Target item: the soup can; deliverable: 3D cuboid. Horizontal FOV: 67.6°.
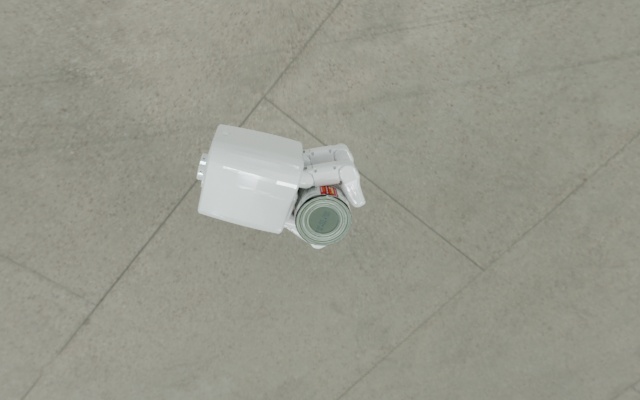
[{"bbox_3d":[0.001,0.002,0.591,0.068,0.068,0.102,0,26,-5],"label":"soup can"}]
